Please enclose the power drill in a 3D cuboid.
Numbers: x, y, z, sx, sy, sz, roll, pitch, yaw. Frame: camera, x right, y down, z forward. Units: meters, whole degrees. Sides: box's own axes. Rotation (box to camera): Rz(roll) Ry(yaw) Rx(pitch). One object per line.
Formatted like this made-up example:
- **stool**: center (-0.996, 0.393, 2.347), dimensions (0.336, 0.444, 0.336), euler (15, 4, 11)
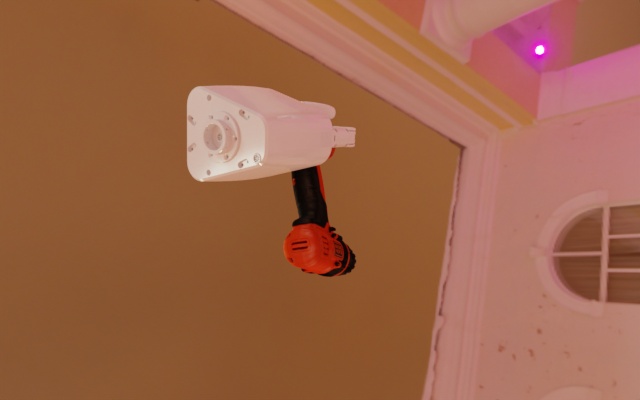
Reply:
- **power drill**: center (0.000, 0.001, 0.602), dimensions (0.057, 0.187, 0.184), euler (-12, -15, 14)
